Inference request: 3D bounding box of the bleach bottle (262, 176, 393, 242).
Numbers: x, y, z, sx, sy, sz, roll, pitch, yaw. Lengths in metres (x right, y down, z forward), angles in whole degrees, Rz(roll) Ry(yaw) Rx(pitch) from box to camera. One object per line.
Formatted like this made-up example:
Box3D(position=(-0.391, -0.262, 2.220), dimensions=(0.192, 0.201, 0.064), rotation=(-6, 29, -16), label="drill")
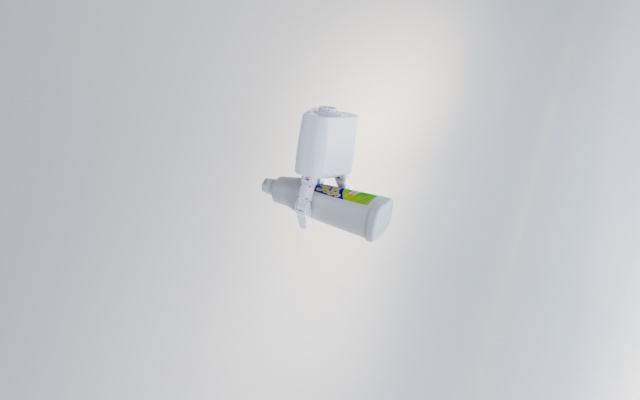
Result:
Box3D(position=(0.000, 0.003, 0.880), dimensions=(0.251, 0.068, 0.102), rotation=(15, 21, 23), label="bleach bottle")
